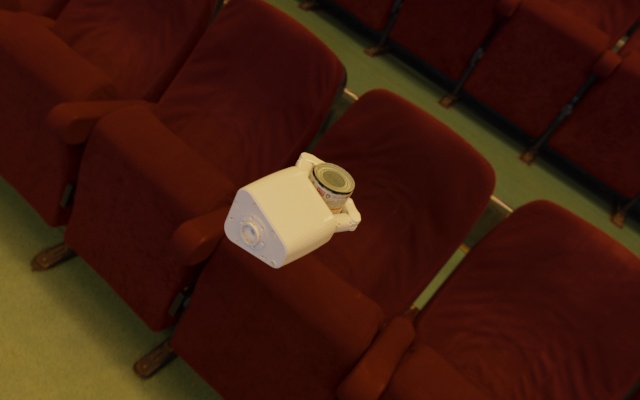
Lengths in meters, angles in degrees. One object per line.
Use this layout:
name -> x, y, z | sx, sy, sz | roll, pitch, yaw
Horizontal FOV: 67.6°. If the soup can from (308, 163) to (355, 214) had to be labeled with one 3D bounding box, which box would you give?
soup can -> 0.001, 0.002, 0.715 | 0.068, 0.102, 0.068 | 18, 37, -15
